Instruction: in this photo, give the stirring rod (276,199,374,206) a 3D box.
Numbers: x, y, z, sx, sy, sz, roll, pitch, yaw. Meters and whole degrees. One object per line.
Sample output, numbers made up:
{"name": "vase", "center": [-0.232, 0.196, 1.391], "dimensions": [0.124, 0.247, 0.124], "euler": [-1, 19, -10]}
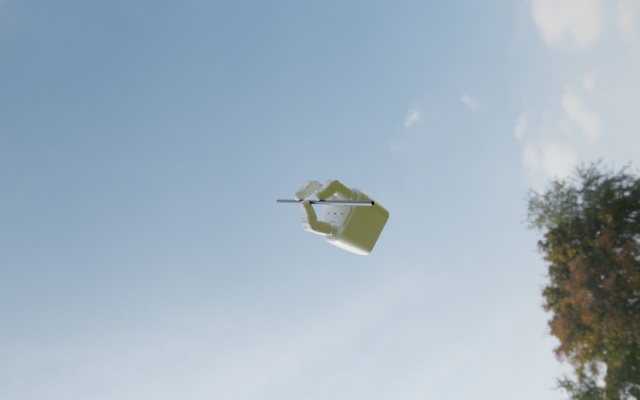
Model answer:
{"name": "stirring rod", "center": [0.000, 0.003, 0.853], "dimensions": [0.011, 0.011, 0.239], "euler": [0, 1, -44]}
